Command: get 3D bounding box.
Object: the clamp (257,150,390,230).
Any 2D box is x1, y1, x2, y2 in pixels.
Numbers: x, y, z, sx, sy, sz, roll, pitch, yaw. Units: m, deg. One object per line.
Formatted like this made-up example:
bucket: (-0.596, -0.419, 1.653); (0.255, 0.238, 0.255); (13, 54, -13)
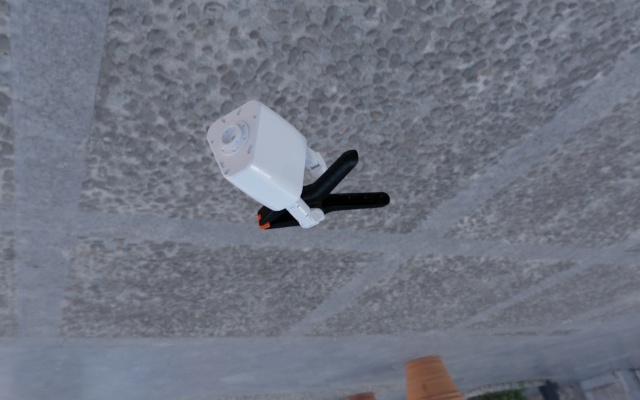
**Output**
clamp: (0.000, 0.003, 0.746); (0.210, 0.036, 0.165); (-24, -33, 22)
